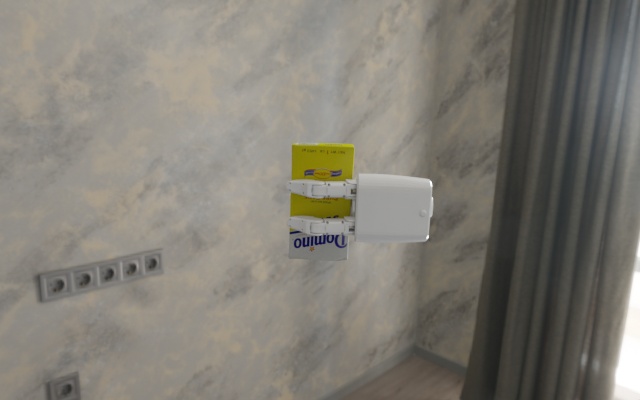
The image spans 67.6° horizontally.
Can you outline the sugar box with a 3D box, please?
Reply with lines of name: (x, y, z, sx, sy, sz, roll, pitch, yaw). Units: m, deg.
sugar box: (0.000, 0.002, 0.722, 0.093, 0.176, 0.048, 2, 12, 0)
